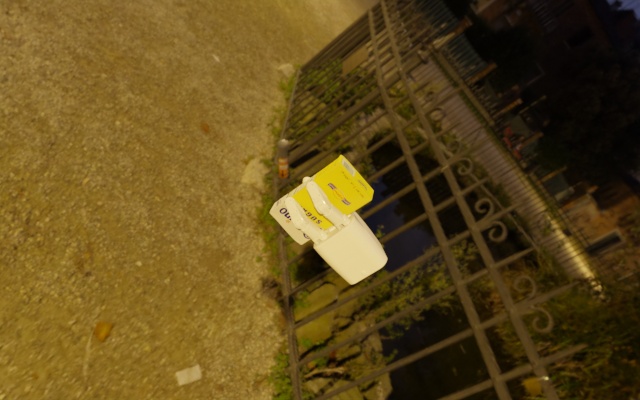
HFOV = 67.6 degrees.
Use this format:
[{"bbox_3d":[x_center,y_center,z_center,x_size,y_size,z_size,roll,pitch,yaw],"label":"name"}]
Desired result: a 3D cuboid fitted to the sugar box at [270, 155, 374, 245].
[{"bbox_3d":[0.000,0.003,0.883,0.176,0.093,0.048,-36,15,24],"label":"sugar box"}]
